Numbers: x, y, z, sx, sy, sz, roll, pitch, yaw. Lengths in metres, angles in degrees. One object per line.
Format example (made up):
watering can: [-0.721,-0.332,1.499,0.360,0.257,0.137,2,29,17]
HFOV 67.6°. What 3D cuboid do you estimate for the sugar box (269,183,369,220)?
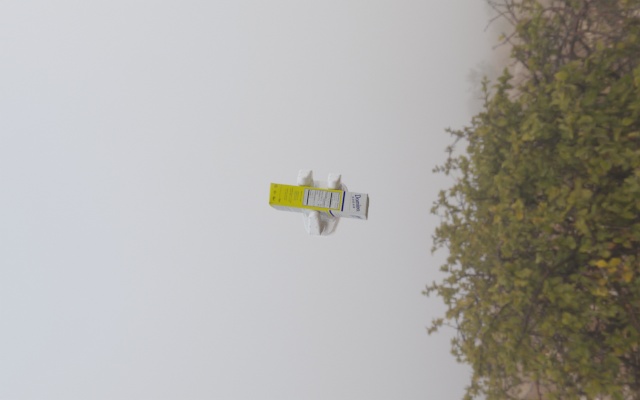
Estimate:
sugar box: [0.000,0.002,0.875,0.176,0.048,0.093,4,-7,7]
